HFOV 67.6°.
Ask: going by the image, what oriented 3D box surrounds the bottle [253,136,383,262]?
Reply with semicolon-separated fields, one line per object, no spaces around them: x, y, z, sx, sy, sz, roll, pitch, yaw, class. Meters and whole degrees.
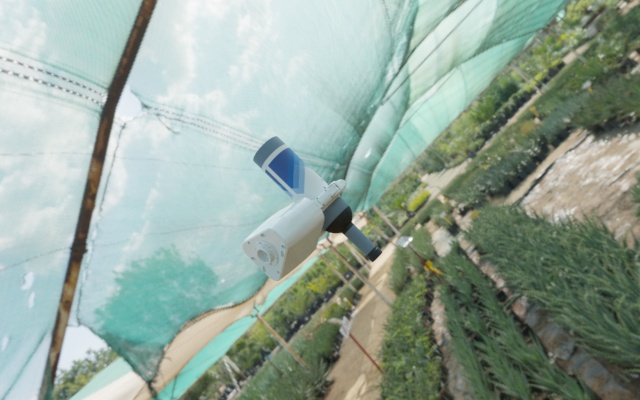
0.000;0.003;0.893;0.295;0.069;0.069;44;6;6;bottle
